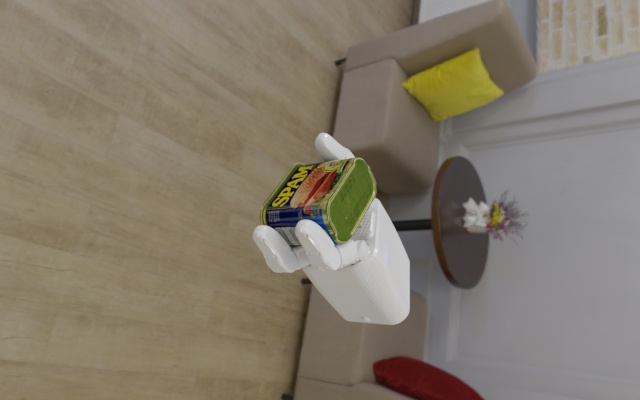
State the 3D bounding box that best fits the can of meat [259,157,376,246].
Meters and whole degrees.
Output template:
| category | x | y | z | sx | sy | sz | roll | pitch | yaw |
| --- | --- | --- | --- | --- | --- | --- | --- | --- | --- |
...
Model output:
| category | x | y | z | sx | sy | sz | roll | pitch | yaw |
| --- | --- | --- | --- | --- | --- | --- | --- | --- | --- |
| can of meat | 0.000 | 0.001 | 0.494 | 0.084 | 0.057 | 0.102 | -5 | 37 | 37 |
